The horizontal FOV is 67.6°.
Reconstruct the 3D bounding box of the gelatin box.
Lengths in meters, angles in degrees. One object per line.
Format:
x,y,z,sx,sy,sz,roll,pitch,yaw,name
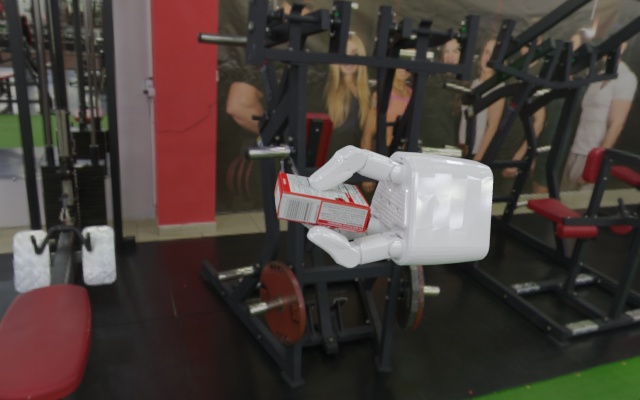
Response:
0.000,0.001,0.479,0.089,0.030,0.073,10,17,-11,gelatin box
